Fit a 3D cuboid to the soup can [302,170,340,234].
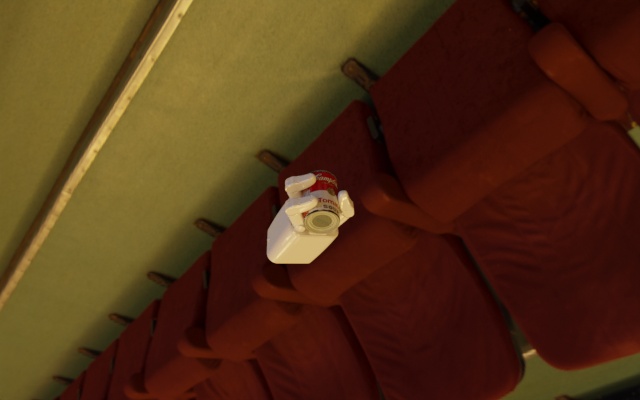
[{"bbox_3d":[0.001,0.003,0.887,0.068,0.102,0.069,-2,-42,-2],"label":"soup can"}]
